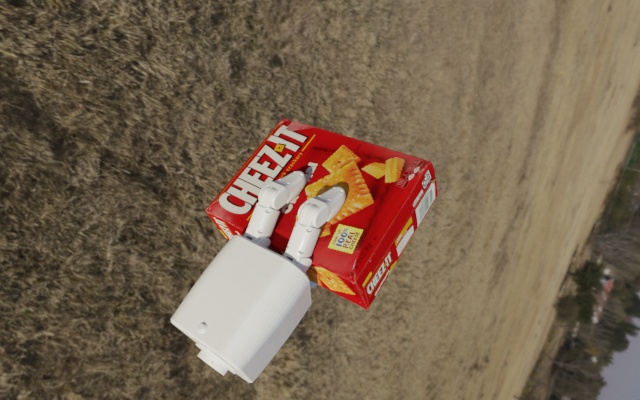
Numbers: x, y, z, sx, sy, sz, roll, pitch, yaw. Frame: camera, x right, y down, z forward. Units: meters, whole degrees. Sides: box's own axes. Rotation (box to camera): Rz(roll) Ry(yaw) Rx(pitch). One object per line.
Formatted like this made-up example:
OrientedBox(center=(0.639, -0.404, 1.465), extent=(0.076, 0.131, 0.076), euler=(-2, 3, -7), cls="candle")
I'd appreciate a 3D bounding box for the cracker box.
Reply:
OrientedBox(center=(0.000, 0.002, 0.548), extent=(0.213, 0.164, 0.072), euler=(22, -27, 31), cls="cracker box")
